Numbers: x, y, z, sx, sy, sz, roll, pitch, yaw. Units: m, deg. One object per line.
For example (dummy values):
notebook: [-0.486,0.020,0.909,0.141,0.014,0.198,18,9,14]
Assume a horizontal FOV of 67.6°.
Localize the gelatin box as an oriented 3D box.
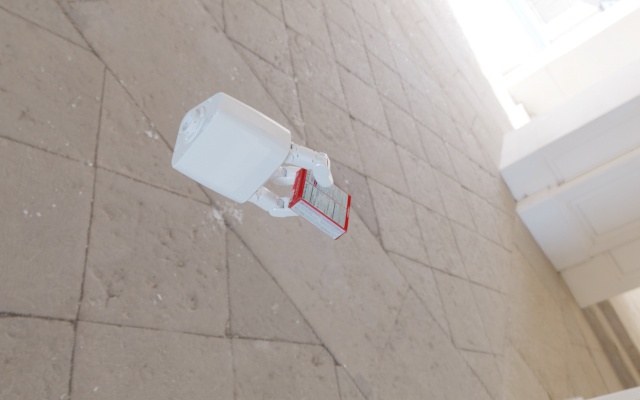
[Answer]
gelatin box: [0.001,0.002,0.670,0.089,0.073,0.030,35,-52,-22]
